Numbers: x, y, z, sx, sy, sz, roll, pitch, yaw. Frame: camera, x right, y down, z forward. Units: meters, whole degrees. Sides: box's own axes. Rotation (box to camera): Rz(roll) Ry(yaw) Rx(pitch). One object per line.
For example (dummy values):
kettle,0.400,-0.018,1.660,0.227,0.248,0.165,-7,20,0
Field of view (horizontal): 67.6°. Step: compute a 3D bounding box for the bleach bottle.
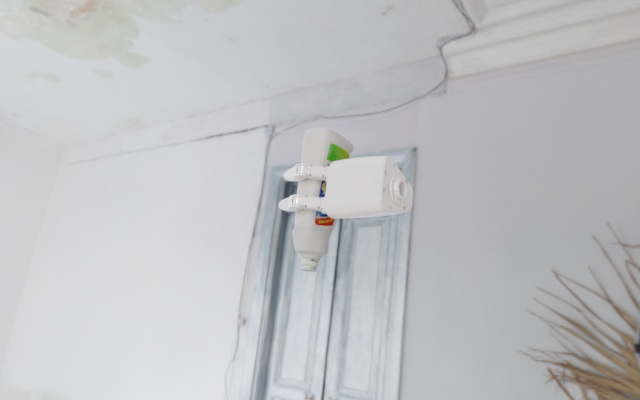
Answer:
bleach bottle,0.000,0.003,0.856,0.068,0.250,0.102,-4,-20,36
